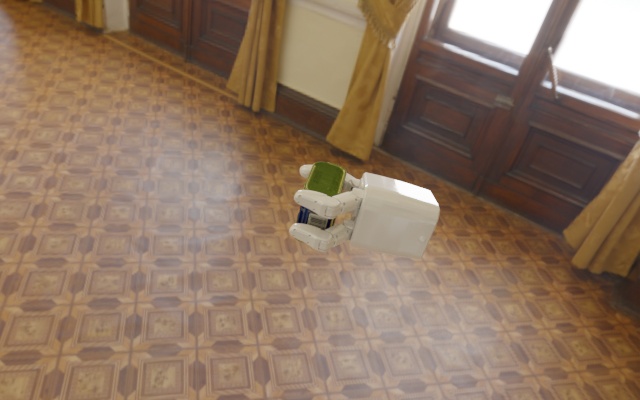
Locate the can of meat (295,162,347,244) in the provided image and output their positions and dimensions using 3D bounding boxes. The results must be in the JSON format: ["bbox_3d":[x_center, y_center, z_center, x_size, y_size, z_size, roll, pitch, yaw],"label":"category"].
[{"bbox_3d":[0.000,0.002,0.695,0.057,0.084,0.102,16,34,2],"label":"can of meat"}]
